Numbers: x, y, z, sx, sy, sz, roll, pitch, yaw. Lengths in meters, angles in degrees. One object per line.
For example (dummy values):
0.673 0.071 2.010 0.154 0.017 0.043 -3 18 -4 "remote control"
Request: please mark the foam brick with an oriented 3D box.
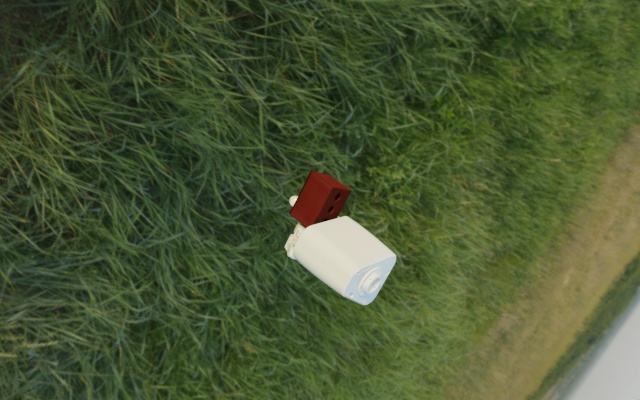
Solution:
0.000 0.002 0.731 0.051 0.078 0.053 36 16 34 "foam brick"
